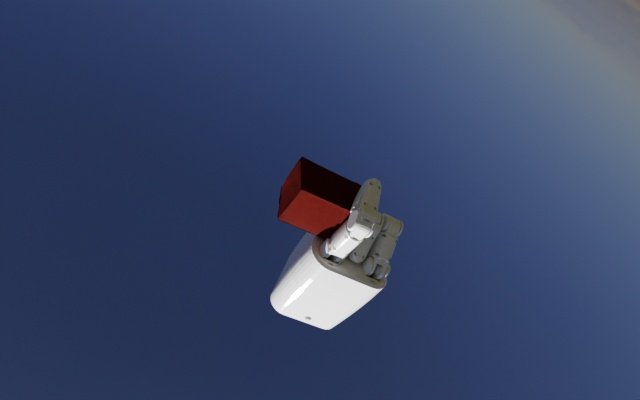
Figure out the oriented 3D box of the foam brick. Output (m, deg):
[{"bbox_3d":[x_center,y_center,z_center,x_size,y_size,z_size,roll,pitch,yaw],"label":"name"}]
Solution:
[{"bbox_3d":[0.000,0.001,0.505,0.078,0.053,0.051,25,-51,-21],"label":"foam brick"}]
